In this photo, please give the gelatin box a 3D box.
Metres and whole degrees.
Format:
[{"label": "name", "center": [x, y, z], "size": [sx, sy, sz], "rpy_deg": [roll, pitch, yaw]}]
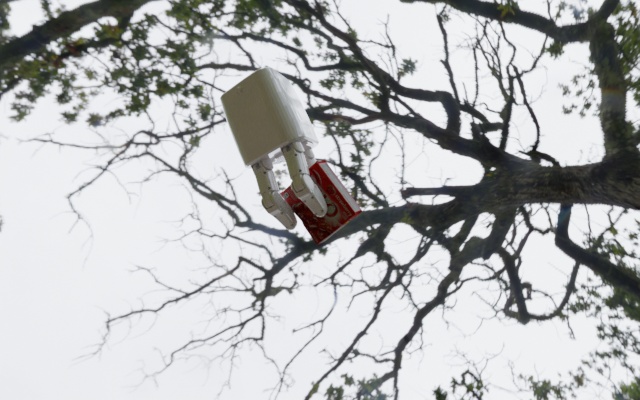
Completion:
[{"label": "gelatin box", "center": [0.000, 0.002, 0.640], "size": [0.073, 0.089, 0.030], "rpy_deg": [-40, -9, 25]}]
